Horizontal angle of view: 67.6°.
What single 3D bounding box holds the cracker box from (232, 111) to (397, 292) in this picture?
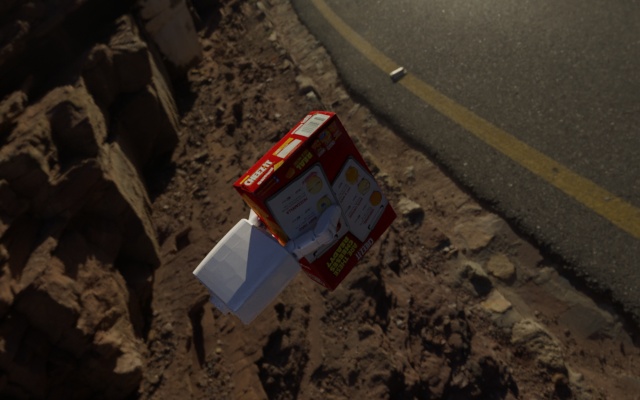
[{"bbox_3d":[0.000,0.002,0.704,0.072,0.164,0.214,21,-28,52],"label":"cracker box"}]
